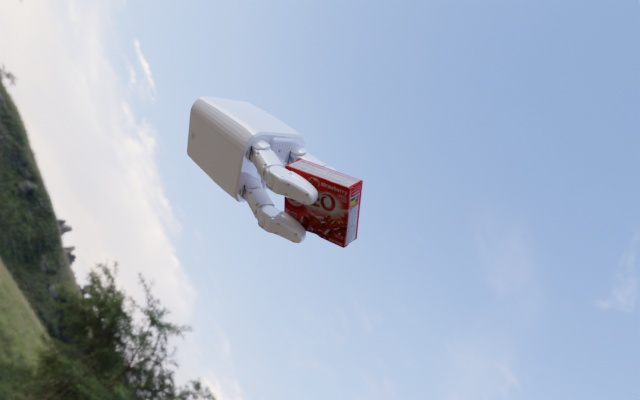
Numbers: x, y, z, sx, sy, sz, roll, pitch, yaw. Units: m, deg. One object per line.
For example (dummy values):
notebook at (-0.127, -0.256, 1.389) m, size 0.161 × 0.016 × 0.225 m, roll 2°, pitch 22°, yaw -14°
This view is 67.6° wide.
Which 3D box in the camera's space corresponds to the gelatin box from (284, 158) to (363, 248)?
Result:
gelatin box at (0.001, 0.002, 0.525) m, size 0.089 × 0.073 × 0.030 m, roll 22°, pitch 33°, yaw 30°
